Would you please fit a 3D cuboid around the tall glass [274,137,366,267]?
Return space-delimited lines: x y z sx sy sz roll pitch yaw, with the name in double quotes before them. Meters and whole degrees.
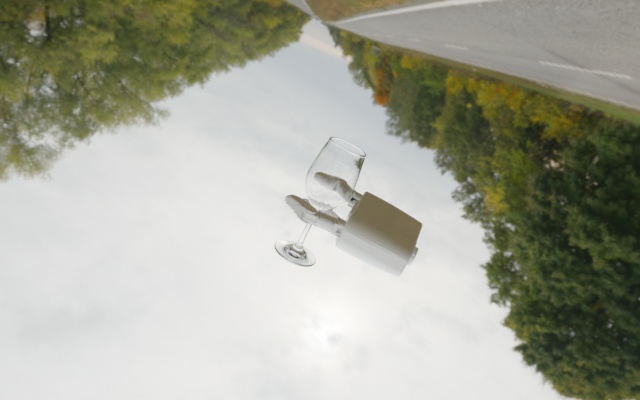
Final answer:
"tall glass" 0.000 0.003 0.752 0.079 0.201 0.079 23 19 -8
